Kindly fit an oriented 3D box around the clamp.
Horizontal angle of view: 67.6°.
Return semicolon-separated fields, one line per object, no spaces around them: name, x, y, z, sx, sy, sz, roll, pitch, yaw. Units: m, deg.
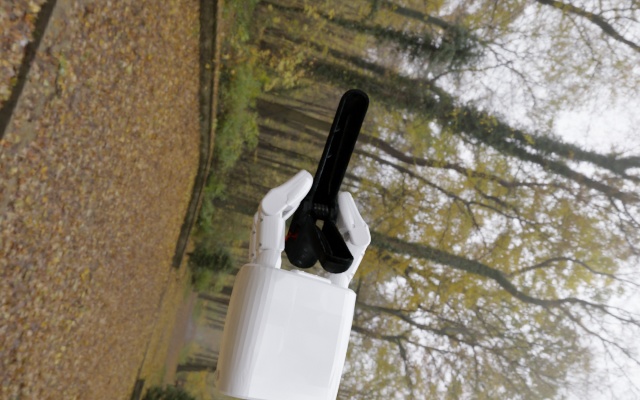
clamp;0.001;0.002;0.466;0.036;0.164;0.210;14;-19;-11
